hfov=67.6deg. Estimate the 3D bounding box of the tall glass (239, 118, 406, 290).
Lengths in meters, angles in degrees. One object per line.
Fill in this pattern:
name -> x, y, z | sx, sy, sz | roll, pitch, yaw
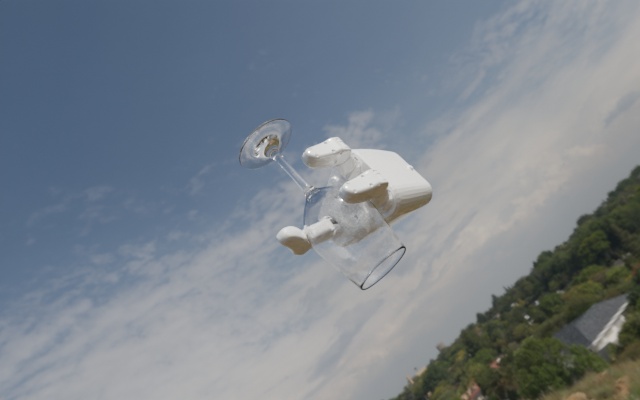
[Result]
tall glass -> 0.000, 0.001, 0.514 | 0.201, 0.079, 0.079 | 47, 22, 23
